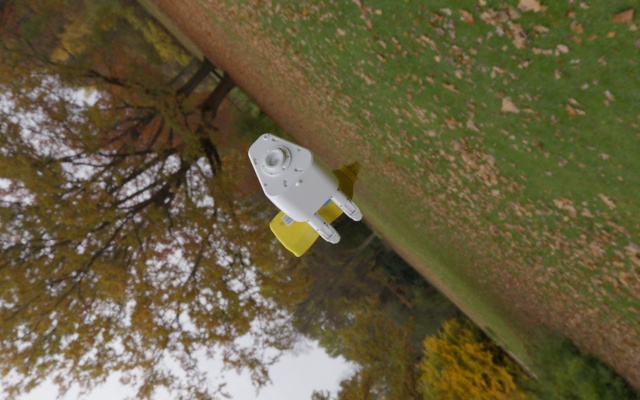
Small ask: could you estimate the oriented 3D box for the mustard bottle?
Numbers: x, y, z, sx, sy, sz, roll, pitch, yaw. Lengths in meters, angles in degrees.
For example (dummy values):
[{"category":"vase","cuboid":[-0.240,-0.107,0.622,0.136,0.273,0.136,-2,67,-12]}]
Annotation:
[{"category":"mustard bottle","cuboid":[0.000,0.003,0.841,0.058,0.191,0.096,44,1,-36]}]
